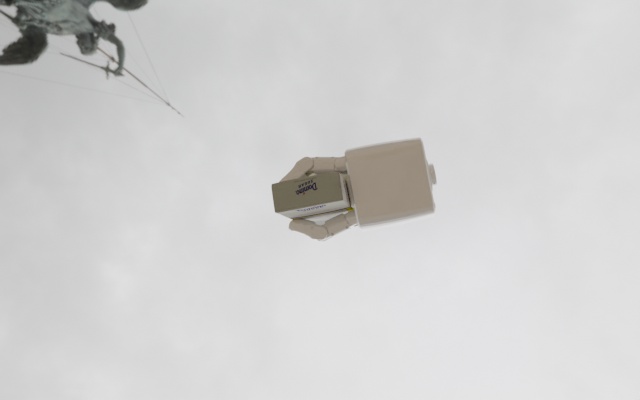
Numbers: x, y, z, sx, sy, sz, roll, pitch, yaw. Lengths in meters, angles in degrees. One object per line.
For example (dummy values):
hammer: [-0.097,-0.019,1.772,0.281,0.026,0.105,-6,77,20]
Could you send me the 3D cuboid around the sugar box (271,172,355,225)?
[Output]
sugar box: [0.000,0.002,0.688,0.093,0.048,0.176,-11,-13,10]
